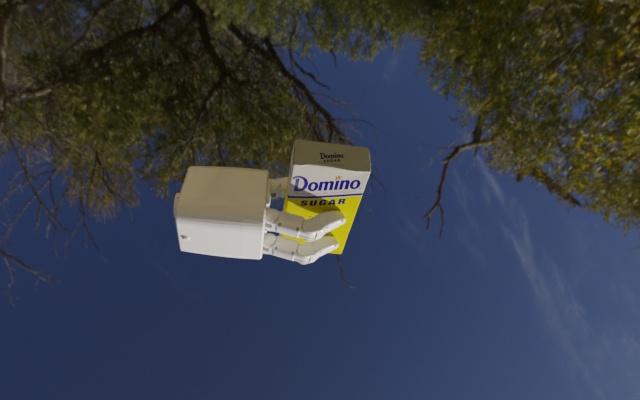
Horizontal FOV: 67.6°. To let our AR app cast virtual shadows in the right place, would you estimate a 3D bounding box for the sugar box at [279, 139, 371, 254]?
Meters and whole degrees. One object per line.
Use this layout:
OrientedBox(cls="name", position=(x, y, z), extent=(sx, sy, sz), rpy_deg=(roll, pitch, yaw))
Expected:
OrientedBox(cls="sugar box", position=(0.000, 0.003, 0.618), extent=(0.093, 0.048, 0.176), rpy_deg=(6, -37, -6))
